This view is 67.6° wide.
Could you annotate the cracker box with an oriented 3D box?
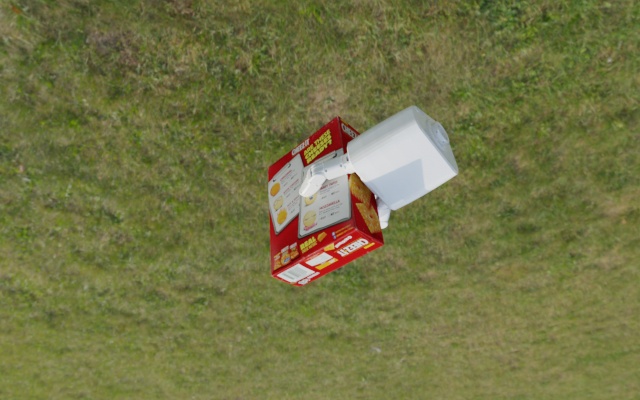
[{"bbox_3d":[0.000,0.002,0.731,0.164,0.213,0.072,-32,-45,30],"label":"cracker box"}]
